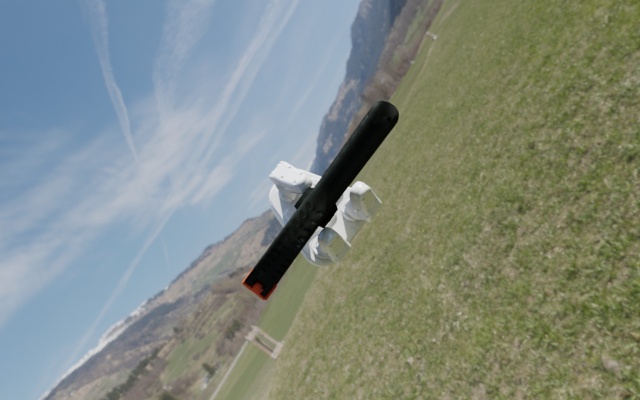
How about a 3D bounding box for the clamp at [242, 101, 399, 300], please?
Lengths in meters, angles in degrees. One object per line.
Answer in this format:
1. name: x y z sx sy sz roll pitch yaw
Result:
1. clamp: -0.001 0.001 0.449 0.036 0.210 0.164 37 -10 2
